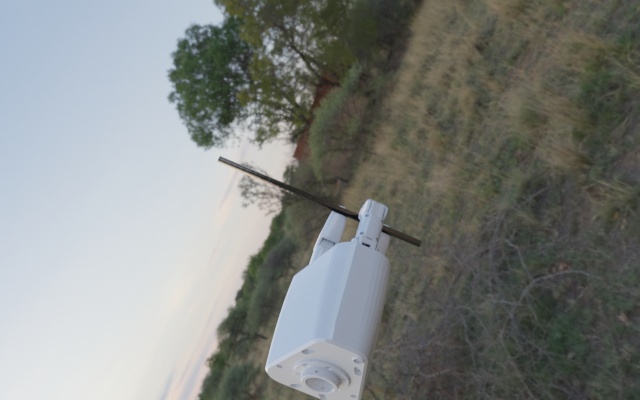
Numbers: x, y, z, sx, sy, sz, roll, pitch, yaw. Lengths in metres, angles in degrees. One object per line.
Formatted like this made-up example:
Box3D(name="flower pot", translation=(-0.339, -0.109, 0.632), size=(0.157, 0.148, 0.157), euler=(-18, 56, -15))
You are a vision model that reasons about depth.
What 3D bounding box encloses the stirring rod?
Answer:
Box3D(name="stirring rod", translation=(0.000, 0.002, 0.525), size=(0.239, 0.011, 0.011), euler=(23, -1, -3))
